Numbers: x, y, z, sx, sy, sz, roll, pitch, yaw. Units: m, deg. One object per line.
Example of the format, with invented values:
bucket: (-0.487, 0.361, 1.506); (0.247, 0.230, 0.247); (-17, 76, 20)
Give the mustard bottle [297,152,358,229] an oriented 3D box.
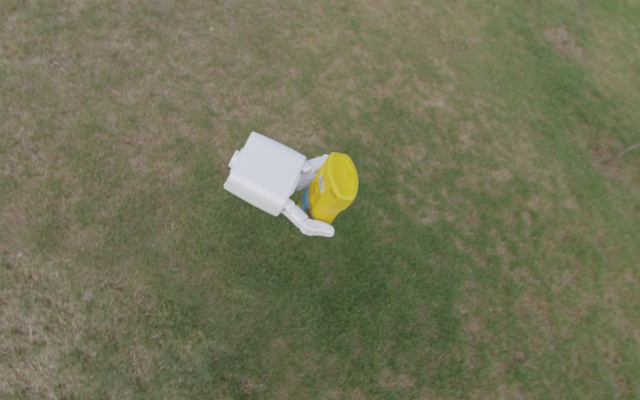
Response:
mustard bottle: (0.001, 0.003, 0.866); (0.058, 0.096, 0.192); (6, -32, -24)
